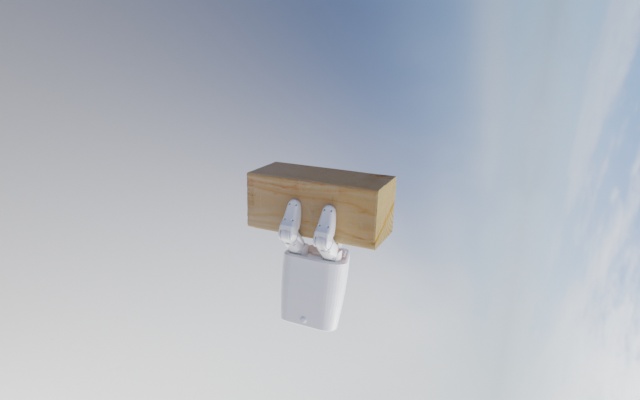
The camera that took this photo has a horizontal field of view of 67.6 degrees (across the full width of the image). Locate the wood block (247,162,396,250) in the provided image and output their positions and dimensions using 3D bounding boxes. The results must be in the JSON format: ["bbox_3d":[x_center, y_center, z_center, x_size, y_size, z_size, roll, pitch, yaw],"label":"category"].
[{"bbox_3d":[0.000,0.003,0.722,0.206,0.090,0.091,9,18,23],"label":"wood block"}]
